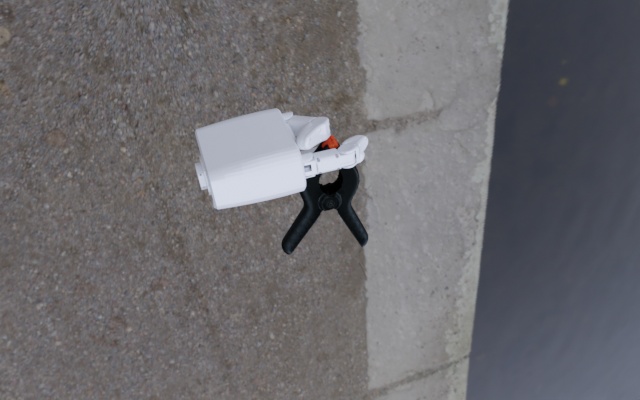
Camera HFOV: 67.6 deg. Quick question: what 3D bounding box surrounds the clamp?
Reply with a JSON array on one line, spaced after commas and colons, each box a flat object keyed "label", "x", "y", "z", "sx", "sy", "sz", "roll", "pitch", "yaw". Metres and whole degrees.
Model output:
[{"label": "clamp", "x": 0.000, "y": 0.002, "z": 0.620, "sx": 0.120, "sy": 0.172, "sz": 0.039, "roll": -15, "pitch": 31, "yaw": -12}]
